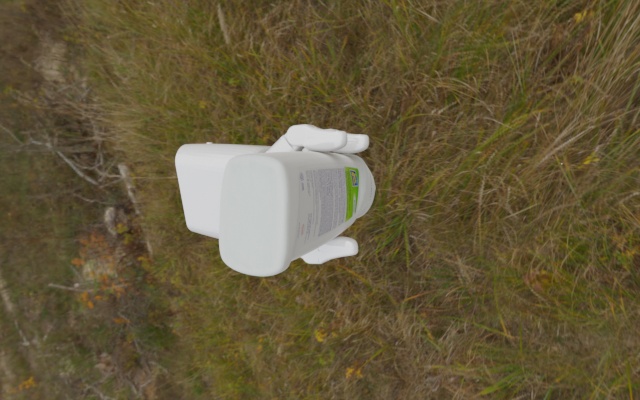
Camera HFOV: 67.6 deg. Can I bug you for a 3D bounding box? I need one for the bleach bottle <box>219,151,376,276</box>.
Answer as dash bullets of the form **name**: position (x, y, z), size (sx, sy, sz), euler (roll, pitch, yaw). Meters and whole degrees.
- **bleach bottle**: position (0.000, 0.002, 0.490), size (0.068, 0.102, 0.251), euler (6, 7, 26)
